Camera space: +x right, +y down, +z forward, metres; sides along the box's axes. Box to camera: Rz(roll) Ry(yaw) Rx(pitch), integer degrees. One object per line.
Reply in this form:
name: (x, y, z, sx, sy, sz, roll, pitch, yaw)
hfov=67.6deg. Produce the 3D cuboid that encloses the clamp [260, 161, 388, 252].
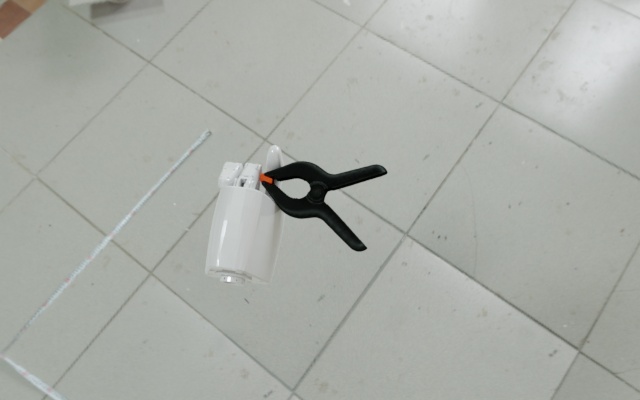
clamp: (0.000, 0.002, 0.647, 0.171, 0.120, 0.039, 6, -15, 7)
